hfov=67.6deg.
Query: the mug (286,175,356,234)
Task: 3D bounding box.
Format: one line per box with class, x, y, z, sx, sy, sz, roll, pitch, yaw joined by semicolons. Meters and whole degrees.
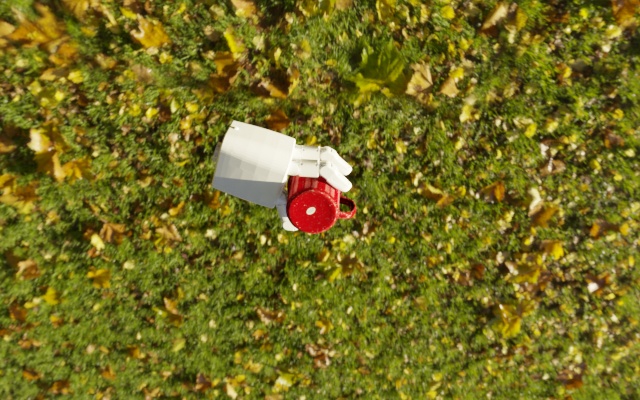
mug;0.001;0.003;0.759;0.117;0.093;0.081;18;29;-7
